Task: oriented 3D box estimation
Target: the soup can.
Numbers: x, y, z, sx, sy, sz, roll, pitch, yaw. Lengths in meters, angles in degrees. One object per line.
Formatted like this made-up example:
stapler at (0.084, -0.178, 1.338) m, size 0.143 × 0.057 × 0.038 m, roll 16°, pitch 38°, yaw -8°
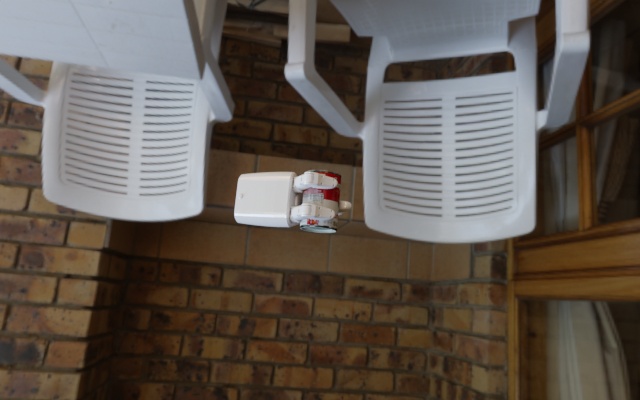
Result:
soup can at (0.001, 0.003, 0.855) m, size 0.068 × 0.102 × 0.068 m, roll 5°, pitch -12°, yaw 1°
